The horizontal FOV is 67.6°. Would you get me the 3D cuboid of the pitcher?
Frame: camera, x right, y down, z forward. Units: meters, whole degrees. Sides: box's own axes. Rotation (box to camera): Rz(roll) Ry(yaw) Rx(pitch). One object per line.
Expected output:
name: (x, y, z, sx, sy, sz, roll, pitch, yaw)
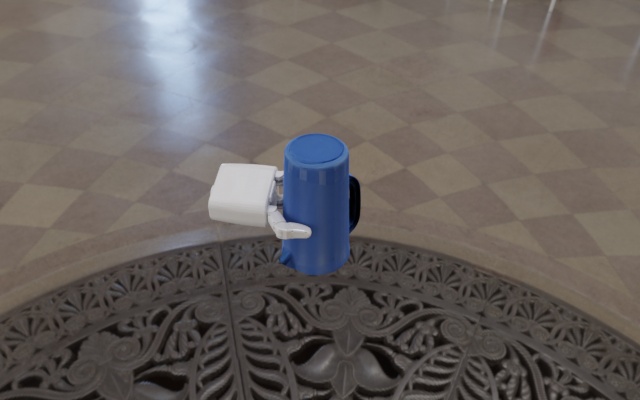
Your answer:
pitcher: (0.000, 0.003, 0.864, 0.145, 0.243, 0.149, 6, 39, 5)
